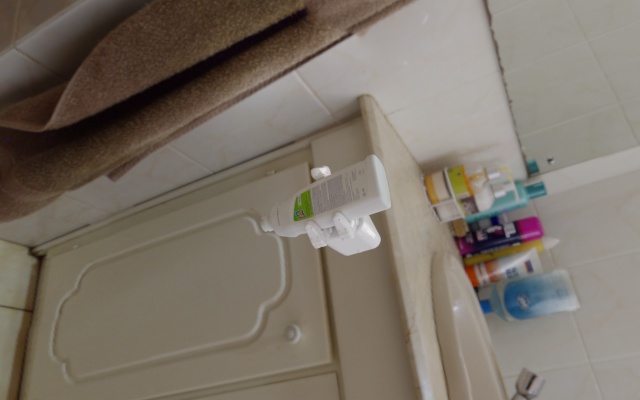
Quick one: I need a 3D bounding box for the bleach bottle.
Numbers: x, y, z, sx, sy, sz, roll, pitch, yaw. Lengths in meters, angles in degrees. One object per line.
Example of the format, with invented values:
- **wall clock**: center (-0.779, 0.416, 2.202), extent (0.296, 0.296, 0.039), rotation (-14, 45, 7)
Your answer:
- **bleach bottle**: center (0.000, 0.003, 0.893), extent (0.251, 0.102, 0.068), rotation (-18, -31, 21)
